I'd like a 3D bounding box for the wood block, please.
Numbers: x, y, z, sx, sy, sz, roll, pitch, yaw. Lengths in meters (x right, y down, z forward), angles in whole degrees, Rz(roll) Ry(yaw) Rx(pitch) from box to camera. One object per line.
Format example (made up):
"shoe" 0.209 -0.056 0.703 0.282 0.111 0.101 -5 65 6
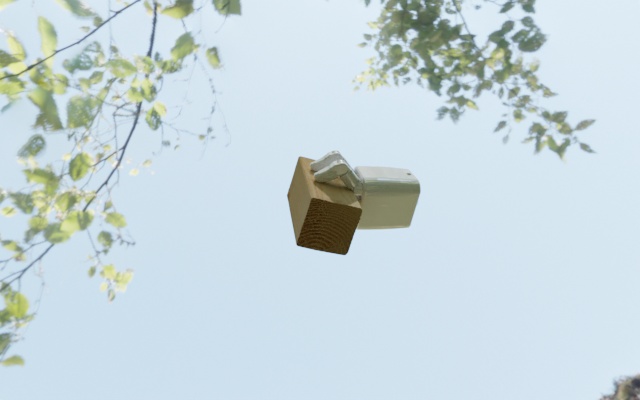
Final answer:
"wood block" 0.000 0.003 0.857 0.090 0.091 0.206 12 21 -14
